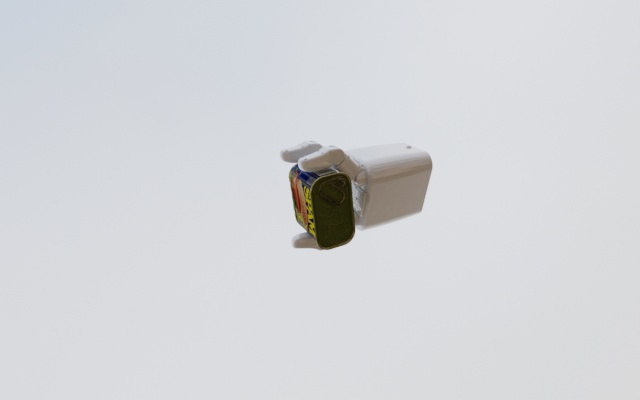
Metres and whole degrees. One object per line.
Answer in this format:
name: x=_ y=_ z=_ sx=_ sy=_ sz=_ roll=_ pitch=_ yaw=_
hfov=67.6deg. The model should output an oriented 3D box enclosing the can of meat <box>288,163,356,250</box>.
can of meat: x=0.000 y=0.002 z=0.640 sx=0.057 sy=0.102 sz=0.084 roll=-16 pitch=25 yaw=-20
